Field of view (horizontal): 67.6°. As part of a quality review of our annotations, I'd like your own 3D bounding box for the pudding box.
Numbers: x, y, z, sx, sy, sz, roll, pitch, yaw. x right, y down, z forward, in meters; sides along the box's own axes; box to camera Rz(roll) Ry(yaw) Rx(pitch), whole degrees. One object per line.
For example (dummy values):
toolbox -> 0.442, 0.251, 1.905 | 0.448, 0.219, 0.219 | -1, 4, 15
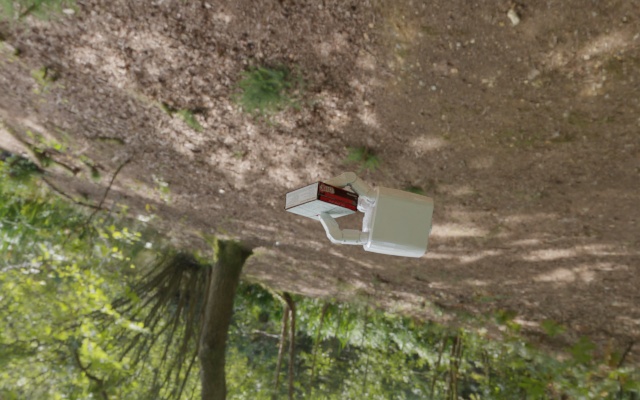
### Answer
pudding box -> 0.000, 0.003, 0.864 | 0.090, 0.039, 0.113 | 18, -22, -32
